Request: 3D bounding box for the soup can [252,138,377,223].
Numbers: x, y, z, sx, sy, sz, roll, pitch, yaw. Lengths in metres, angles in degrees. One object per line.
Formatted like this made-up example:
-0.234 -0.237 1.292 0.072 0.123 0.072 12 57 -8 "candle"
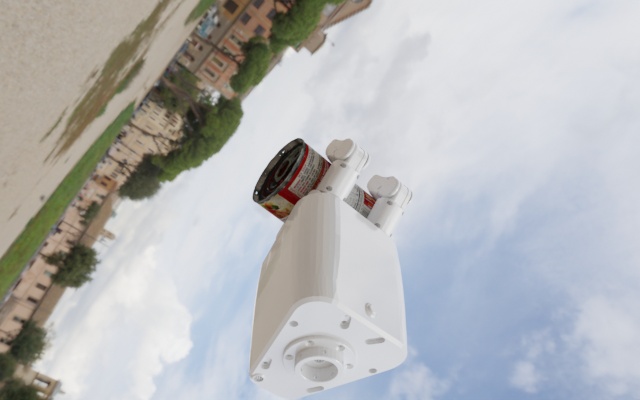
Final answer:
0.000 0.001 0.428 0.102 0.068 0.068 37 -16 -23 "soup can"
